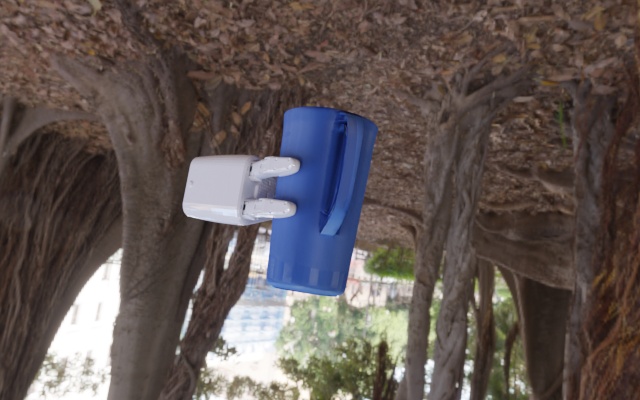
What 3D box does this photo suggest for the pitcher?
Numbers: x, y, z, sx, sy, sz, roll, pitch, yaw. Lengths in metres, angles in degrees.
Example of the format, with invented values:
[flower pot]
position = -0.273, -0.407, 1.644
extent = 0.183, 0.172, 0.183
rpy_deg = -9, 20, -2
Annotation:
[pitcher]
position = 0.000, 0.002, 0.644
extent = 0.145, 0.243, 0.149
rpy_deg = 5, -9, 26
